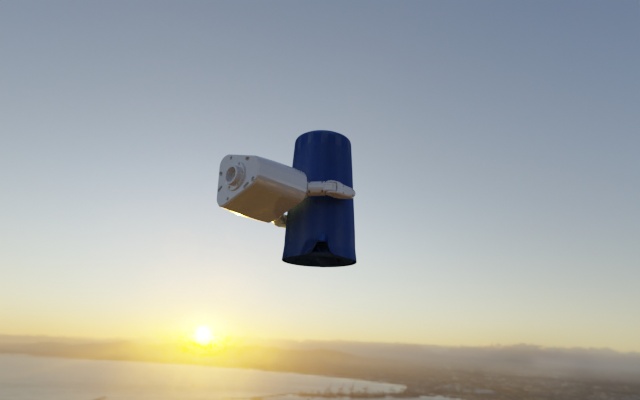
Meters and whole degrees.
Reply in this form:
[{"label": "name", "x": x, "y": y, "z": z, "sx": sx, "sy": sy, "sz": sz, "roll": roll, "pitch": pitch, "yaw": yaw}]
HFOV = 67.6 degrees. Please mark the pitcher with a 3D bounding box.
[{"label": "pitcher", "x": 0.000, "y": 0.003, "z": 0.890, "sx": 0.149, "sy": 0.242, "sz": 0.145, "roll": -14, "pitch": -23, "yaw": 42}]
